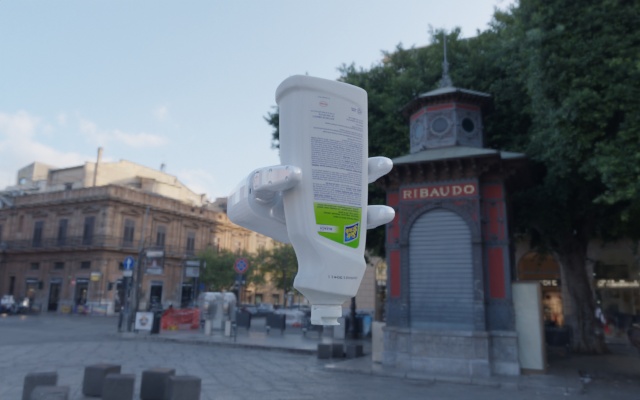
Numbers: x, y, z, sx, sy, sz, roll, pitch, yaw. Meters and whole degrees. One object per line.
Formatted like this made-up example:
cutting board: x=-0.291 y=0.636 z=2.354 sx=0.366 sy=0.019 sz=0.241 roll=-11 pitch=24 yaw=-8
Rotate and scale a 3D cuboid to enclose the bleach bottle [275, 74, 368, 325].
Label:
bleach bottle: x=0.000 y=0.002 z=0.503 sx=0.102 sy=0.250 sz=0.068 roll=6 pitch=-12 yaw=-23
